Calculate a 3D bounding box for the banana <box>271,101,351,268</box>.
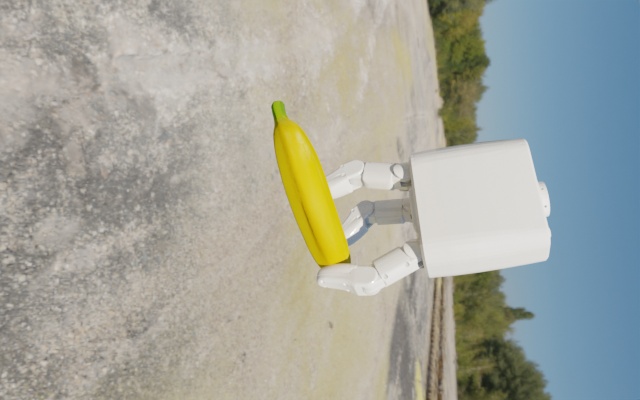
[{"bbox_3d":[-0.003,0.007,0.441,0.037,0.198,0.069,-13,25,12],"label":"banana"}]
